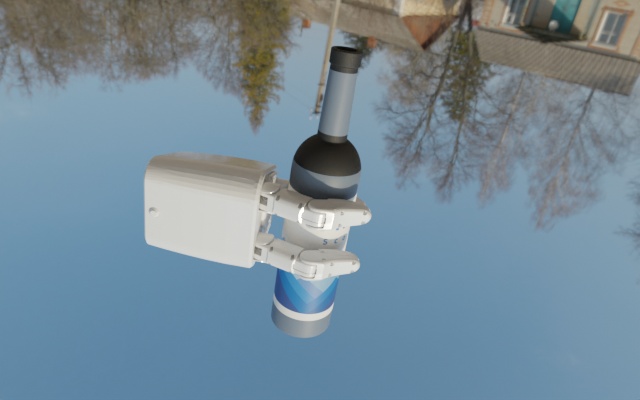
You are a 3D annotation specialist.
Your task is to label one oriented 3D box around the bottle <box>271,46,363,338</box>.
[{"bbox_3d":[0.000,0.002,0.470,0.069,0.296,0.069,8,27,-4],"label":"bottle"}]
